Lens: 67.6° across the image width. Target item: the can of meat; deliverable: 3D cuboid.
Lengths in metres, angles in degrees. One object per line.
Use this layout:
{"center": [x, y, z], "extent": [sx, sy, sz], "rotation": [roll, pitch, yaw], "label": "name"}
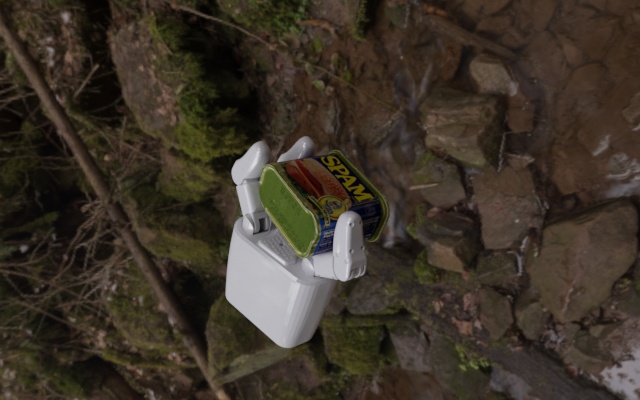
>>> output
{"center": [0.000, 0.002, 0.455], "extent": [0.084, 0.057, 0.102], "rotation": [-13, 48, -35], "label": "can of meat"}
